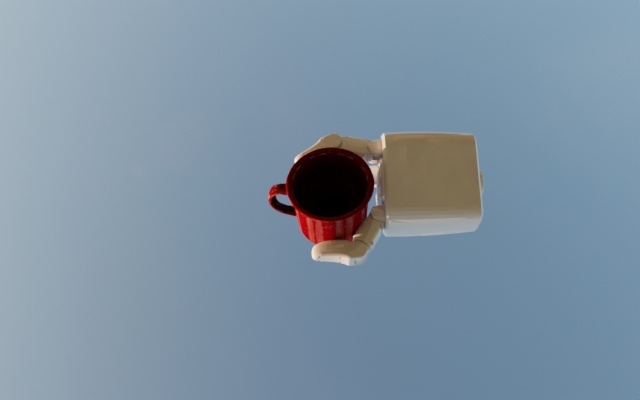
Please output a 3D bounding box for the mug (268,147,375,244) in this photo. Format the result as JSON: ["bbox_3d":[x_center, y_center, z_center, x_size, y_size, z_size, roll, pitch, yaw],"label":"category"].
[{"bbox_3d":[-0.001,0.002,0.535,0.117,0.093,0.081,0,-31,3],"label":"mug"}]
